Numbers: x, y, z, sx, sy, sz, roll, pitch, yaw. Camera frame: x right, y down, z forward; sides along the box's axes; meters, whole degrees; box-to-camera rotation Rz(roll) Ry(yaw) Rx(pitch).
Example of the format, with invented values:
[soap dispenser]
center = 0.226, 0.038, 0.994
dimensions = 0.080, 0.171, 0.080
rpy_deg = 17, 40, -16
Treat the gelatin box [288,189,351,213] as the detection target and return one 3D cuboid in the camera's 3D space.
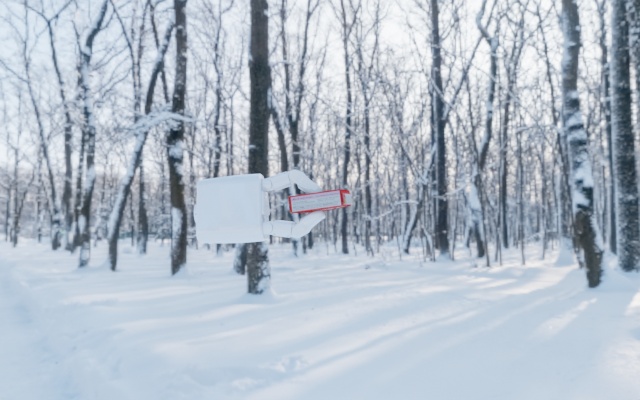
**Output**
[gelatin box]
center = 0.000, 0.002, 0.779
dimensions = 0.089, 0.030, 0.073
rpy_deg = -9, -3, 14
